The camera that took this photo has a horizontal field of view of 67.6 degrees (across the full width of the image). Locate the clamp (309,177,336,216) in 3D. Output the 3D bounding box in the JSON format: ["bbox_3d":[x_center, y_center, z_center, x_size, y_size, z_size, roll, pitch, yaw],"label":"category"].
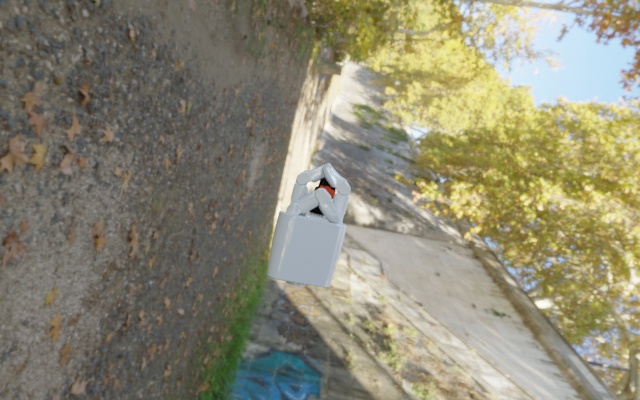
[{"bbox_3d":[0.001,0.003,0.854,0.039,0.120,0.171,14,2,0],"label":"clamp"}]
